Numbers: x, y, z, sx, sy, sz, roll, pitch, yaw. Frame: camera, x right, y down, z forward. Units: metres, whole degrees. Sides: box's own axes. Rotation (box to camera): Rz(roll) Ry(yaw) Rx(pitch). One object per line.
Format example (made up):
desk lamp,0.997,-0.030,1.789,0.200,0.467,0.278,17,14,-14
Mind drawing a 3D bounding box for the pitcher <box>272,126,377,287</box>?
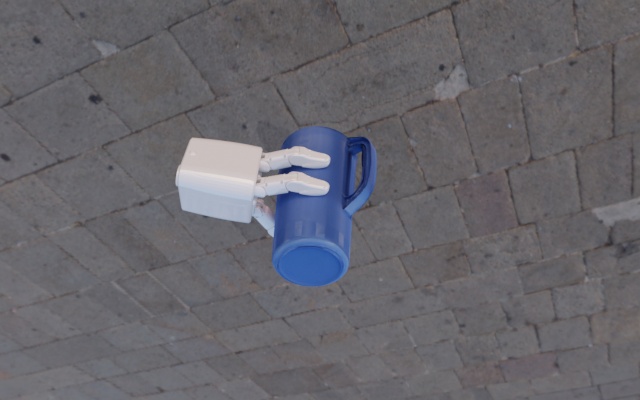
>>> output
pitcher,0.000,0.002,0.734,0.145,0.242,0.149,12,-46,-8
